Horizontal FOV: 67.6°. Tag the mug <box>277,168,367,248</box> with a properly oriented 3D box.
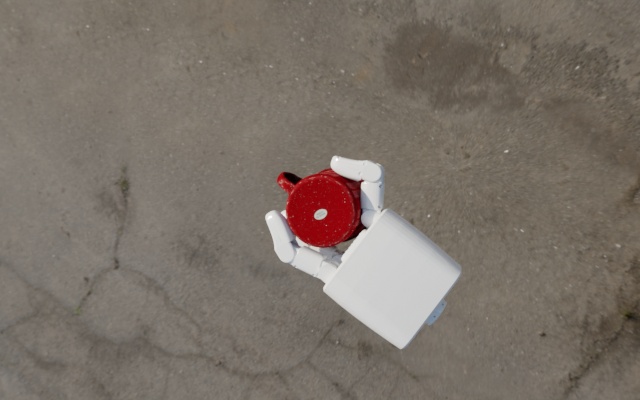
[{"bbox_3d":[-0.001,0.001,0.553,0.117,0.093,0.081,36,13,10],"label":"mug"}]
